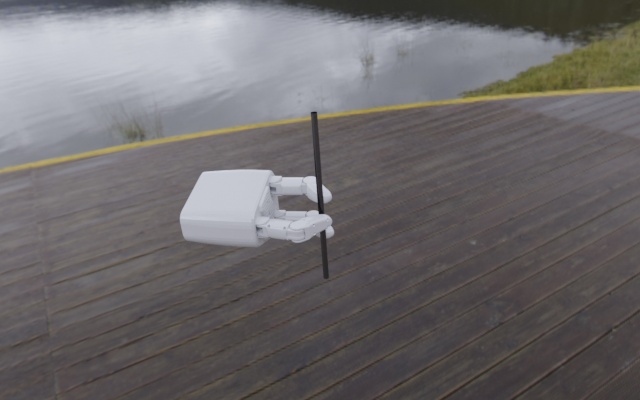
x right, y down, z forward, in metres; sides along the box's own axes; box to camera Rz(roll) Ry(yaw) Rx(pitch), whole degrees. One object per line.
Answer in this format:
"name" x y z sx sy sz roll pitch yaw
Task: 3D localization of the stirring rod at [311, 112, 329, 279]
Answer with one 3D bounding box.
"stirring rod" 0.000 0.002 0.625 0.011 0.240 0.011 -3 27 2
